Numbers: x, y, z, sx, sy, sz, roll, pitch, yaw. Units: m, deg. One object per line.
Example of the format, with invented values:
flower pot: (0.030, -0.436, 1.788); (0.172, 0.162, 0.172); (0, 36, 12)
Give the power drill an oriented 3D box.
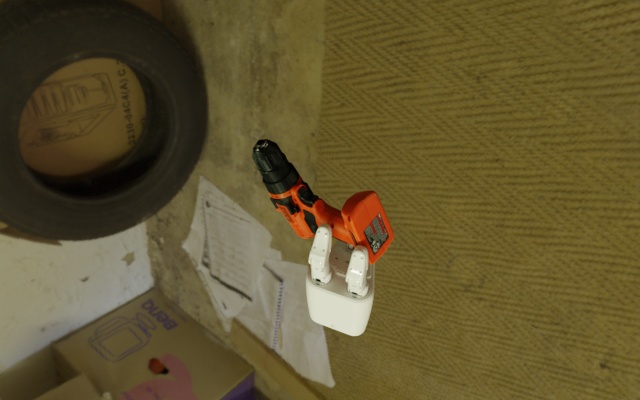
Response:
power drill: (0.000, 0.002, 0.651); (0.187, 0.057, 0.185); (22, -28, 43)
